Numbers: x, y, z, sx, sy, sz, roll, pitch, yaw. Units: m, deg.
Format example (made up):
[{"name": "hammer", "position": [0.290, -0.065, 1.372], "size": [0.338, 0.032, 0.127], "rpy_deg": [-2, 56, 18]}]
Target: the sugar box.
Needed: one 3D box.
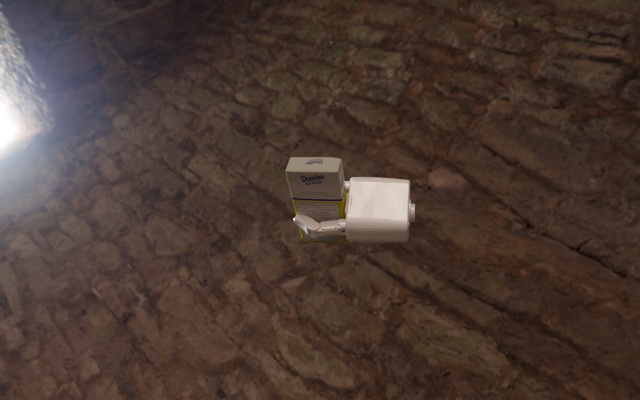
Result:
[{"name": "sugar box", "position": [0.000, 0.003, 0.854], "size": [0.093, 0.176, 0.048], "rpy_deg": [2, 41, 13]}]
